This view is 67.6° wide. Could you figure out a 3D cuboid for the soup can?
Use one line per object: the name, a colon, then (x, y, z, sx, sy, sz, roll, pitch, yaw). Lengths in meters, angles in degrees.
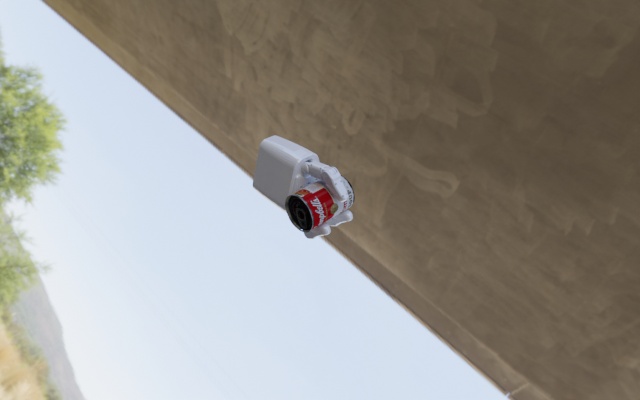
soup can: (0.001, 0.003, 0.812, 0.102, 0.068, 0.068, -28, 17, -35)
